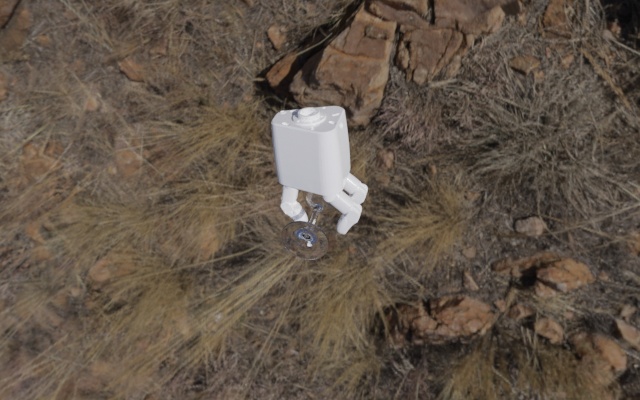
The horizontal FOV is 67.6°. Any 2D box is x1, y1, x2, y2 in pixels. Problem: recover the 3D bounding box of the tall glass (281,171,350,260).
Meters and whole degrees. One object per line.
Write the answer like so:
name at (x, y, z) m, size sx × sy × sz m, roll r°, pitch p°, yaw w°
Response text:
tall glass at (0.000, 0.003, 0.784) m, size 0.079 × 0.079 × 0.201 m, roll 0°, pitch 35°, yaw 17°
